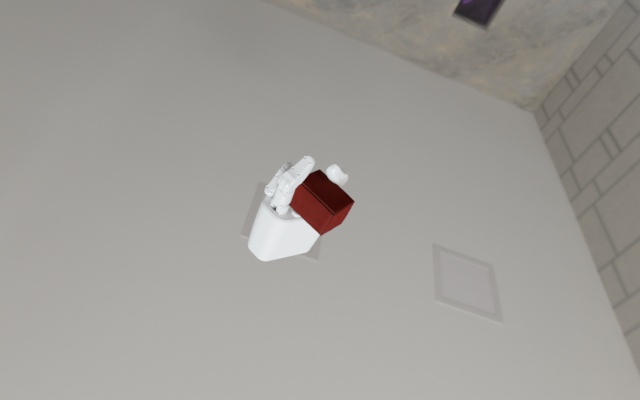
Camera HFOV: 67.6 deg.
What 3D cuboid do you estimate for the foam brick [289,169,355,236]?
[{"bbox_3d":[0.000,0.002,0.699,0.078,0.051,0.053,44,42,19],"label":"foam brick"}]
